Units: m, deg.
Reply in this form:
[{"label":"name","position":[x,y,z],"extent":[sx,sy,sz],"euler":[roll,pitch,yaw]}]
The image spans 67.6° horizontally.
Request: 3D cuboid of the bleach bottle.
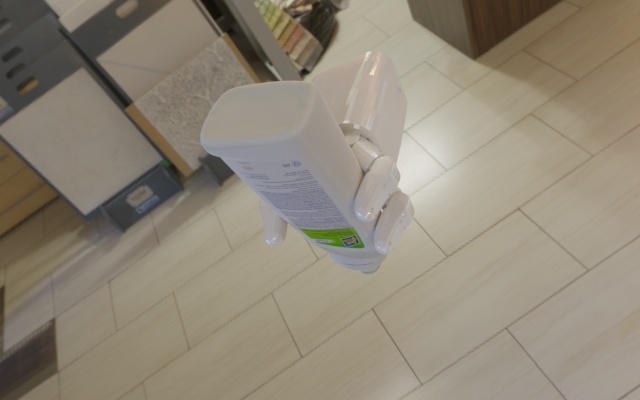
[{"label":"bleach bottle","position":[0.000,0.001,0.452],"extent":[0.102,0.068,0.251],"euler":[2,-33,28]}]
